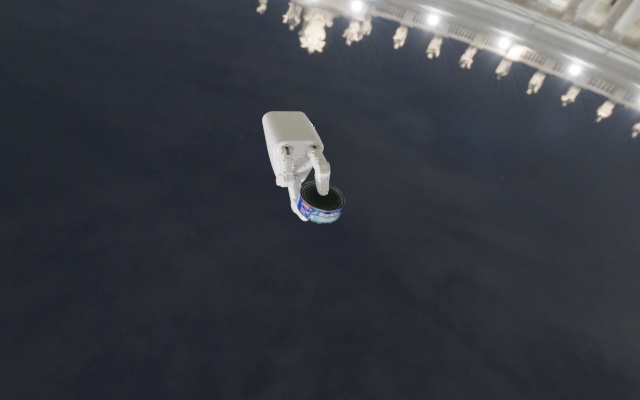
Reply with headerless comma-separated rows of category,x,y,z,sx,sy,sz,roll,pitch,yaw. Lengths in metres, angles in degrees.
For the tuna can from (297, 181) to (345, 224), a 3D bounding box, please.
tuna can,0.000,0.003,0.875,0.086,0.034,0.086,11,38,-9
